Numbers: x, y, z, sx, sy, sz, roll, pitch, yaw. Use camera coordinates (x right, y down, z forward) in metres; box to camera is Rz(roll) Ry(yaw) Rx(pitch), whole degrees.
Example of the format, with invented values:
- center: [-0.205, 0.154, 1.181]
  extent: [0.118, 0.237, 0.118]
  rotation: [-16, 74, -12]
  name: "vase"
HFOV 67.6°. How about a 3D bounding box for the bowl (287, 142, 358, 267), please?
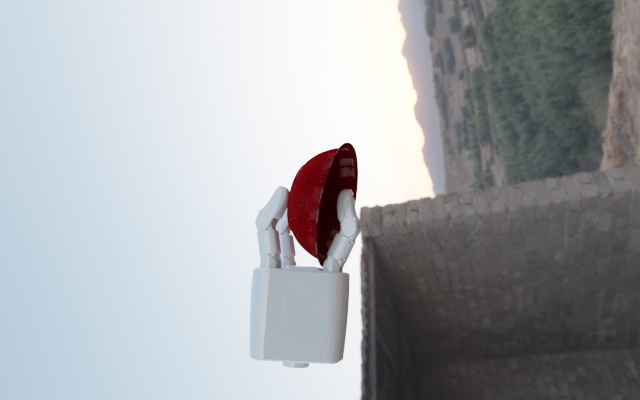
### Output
- center: [0.000, 0.001, 0.612]
  extent: [0.055, 0.162, 0.162]
  rotation: [11, 3, 18]
  name: "bowl"
